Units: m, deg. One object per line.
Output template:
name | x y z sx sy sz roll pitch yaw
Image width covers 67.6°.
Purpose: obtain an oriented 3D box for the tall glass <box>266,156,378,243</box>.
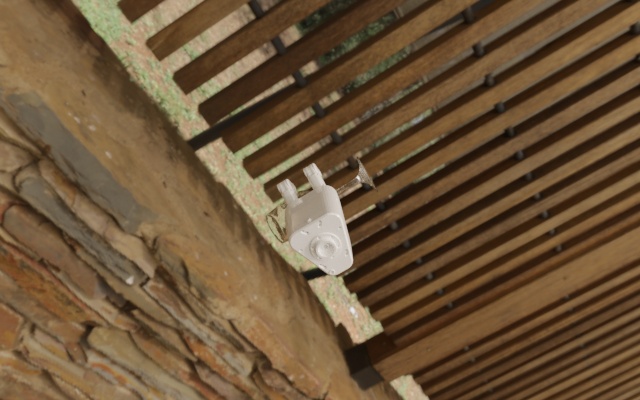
tall glass | 0.001 0.002 0.871 0.201 0.079 0.079 -31 -5 8
